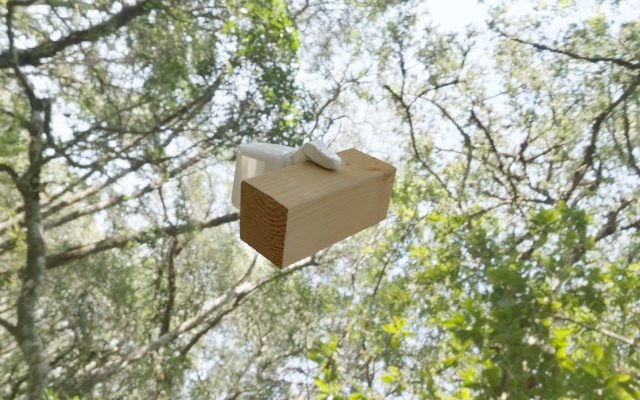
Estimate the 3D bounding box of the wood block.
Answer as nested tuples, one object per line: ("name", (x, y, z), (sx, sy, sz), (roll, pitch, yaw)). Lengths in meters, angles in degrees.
("wood block", (0.000, 0.002, 0.650), (0.206, 0.091, 0.090), (-21, 39, -41))
